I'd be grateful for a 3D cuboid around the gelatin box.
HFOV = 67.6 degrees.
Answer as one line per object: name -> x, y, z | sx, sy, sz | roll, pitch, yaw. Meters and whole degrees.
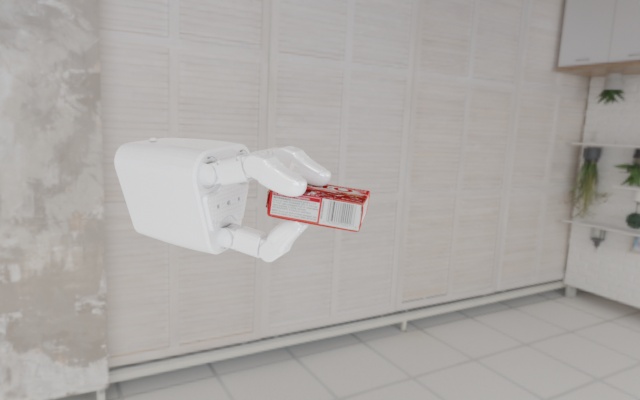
gelatin box -> 0.000, 0.002, 0.463 | 0.089, 0.030, 0.073 | 10, 11, 9
